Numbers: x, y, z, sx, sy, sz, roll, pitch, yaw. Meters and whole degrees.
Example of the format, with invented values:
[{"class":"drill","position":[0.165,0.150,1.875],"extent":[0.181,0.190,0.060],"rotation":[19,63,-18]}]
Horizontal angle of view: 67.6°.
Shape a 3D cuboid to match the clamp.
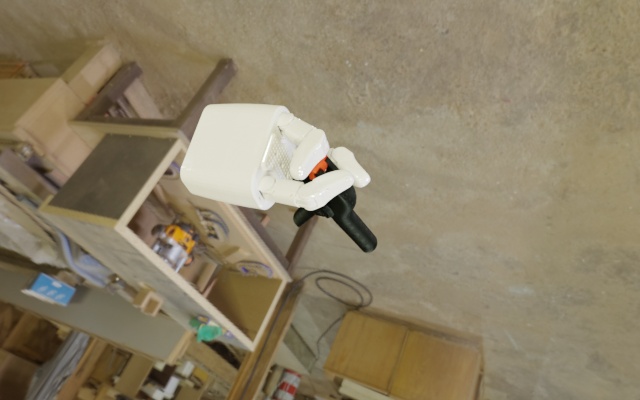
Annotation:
[{"class":"clamp","position":[0.000,0.002,0.582],"extent":[0.120,0.039,0.172],"rotation":[9,-34,26]}]
